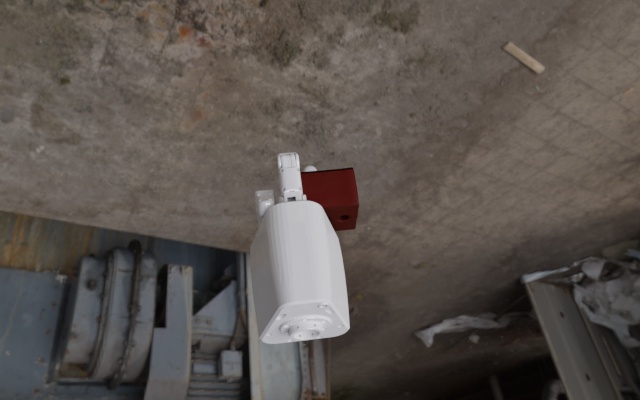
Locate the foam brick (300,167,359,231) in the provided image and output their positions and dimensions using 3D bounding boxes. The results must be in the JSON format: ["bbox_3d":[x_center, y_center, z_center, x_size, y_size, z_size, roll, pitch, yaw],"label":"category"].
[{"bbox_3d":[0.000,0.002,0.526,0.078,0.051,0.053,-6,-34,-6],"label":"foam brick"}]
